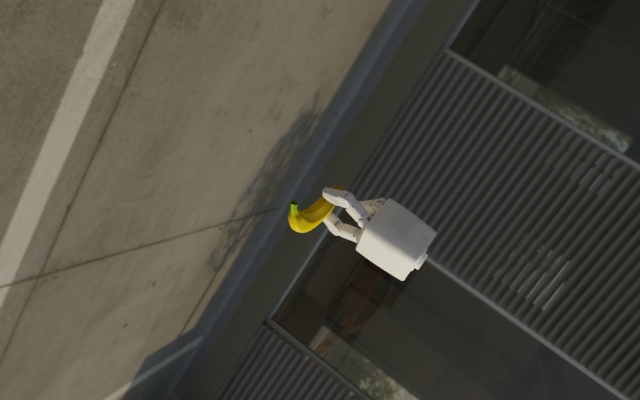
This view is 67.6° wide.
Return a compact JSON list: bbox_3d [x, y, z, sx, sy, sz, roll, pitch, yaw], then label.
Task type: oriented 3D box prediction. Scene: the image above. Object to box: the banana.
[{"bbox_3d":[-0.010,0.018,0.860,0.037,0.070,0.198,36,22,13],"label":"banana"}]
